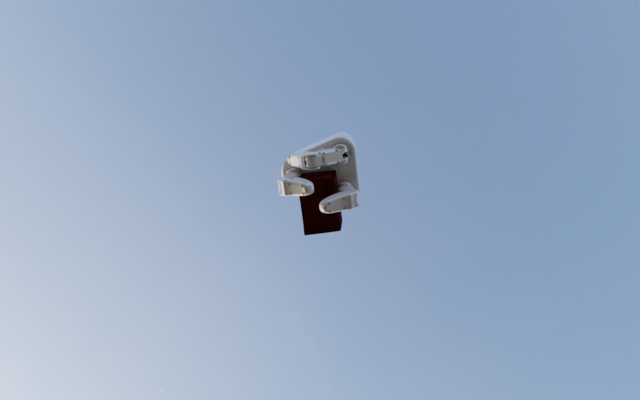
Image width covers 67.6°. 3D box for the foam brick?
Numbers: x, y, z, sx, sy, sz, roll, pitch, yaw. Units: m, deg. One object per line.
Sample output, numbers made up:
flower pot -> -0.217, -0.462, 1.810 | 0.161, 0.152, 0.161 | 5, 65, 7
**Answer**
foam brick -> 0.000, 0.002, 0.666 | 0.053, 0.078, 0.051 | -5, 14, 6
